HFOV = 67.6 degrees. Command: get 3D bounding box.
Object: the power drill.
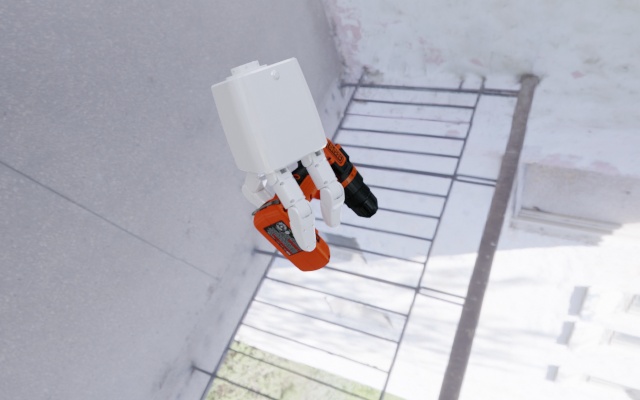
[{"bbox_3d":[0.000,0.002,0.639,0.057,0.184,0.187,-28,25,38],"label":"power drill"}]
